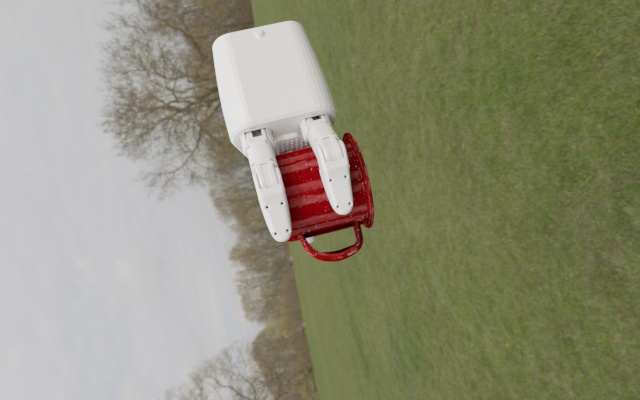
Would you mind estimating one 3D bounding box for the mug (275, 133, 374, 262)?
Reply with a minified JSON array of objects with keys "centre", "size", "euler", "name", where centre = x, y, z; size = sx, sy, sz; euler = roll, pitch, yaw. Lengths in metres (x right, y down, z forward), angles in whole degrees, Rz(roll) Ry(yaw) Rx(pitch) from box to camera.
[{"centre":[0.000,0.003,0.441],"size":[0.081,0.117,0.093],"euler":[-14,-21,-7],"name":"mug"}]
